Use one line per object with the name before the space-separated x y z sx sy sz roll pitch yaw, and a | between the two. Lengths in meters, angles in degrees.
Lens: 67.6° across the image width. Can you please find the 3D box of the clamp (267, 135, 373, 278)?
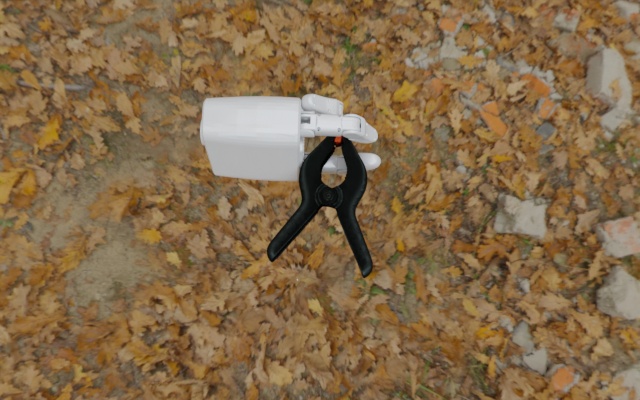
clamp | 0.000 0.002 0.548 0.120 0.171 0.039 1 -9 -2
